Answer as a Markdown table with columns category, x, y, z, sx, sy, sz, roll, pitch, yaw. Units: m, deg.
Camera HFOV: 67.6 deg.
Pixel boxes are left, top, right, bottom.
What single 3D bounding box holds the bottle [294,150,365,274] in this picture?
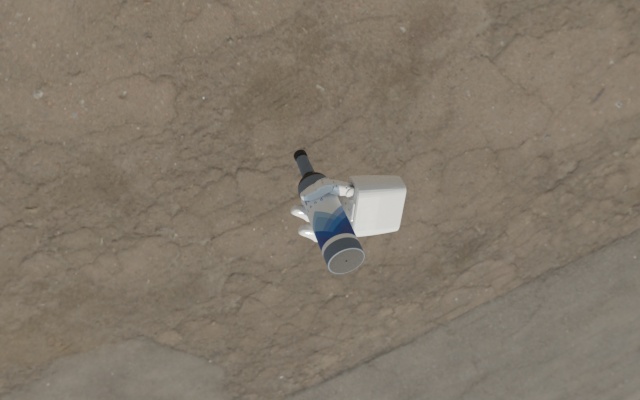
| category | x | y | z | sx | sy | sz | roll | pitch | yaw |
| --- | --- | --- | --- | --- | --- | --- | --- | --- | --- |
| bottle | 0.000 | 0.003 | 0.899 | 0.069 | 0.069 | 0.295 | 0 | 42 | -24 |
